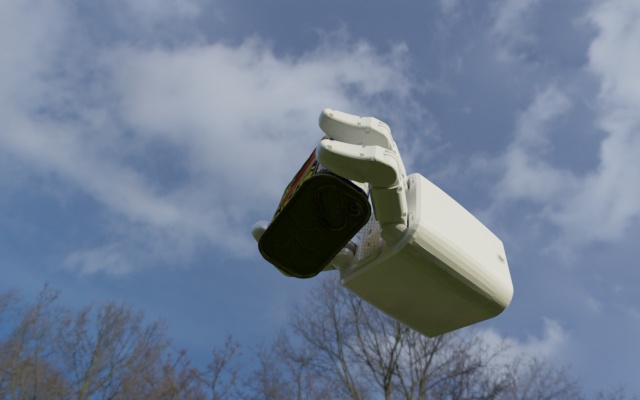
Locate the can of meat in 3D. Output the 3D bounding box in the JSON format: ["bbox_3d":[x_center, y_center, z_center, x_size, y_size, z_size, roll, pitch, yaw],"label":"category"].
[{"bbox_3d":[0.000,0.001,0.402,0.057,0.102,0.084,33,33,-11],"label":"can of meat"}]
